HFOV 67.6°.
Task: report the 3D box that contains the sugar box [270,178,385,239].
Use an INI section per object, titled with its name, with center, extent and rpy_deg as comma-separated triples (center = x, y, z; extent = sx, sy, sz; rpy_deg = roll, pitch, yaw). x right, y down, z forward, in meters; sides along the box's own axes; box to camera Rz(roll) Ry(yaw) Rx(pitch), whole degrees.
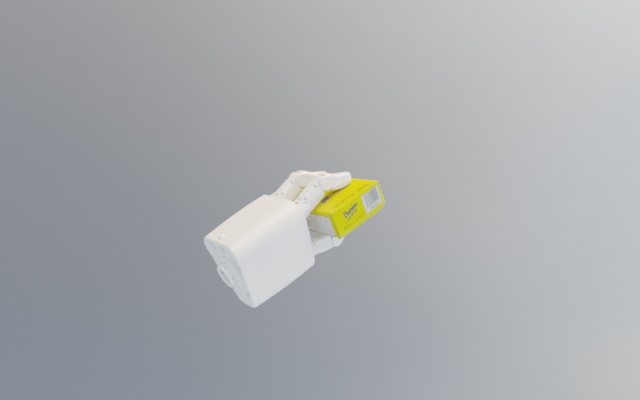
[sugar box]
center = 0.000, 0.002, 0.700
extent = 0.093, 0.048, 0.176
rpy_deg = -34, 27, -29
